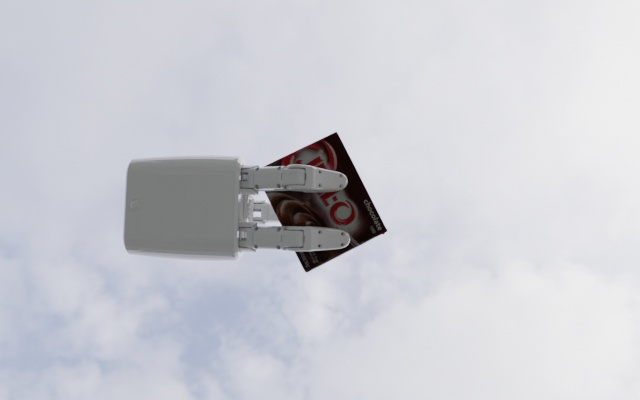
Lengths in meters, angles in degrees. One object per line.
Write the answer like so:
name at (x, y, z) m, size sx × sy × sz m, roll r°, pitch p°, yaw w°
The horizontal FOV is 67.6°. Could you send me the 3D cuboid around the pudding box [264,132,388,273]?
pudding box at (0.000, 0.002, 0.475) m, size 0.090 × 0.113 × 0.039 m, roll -27°, pitch -3°, yaw -5°
